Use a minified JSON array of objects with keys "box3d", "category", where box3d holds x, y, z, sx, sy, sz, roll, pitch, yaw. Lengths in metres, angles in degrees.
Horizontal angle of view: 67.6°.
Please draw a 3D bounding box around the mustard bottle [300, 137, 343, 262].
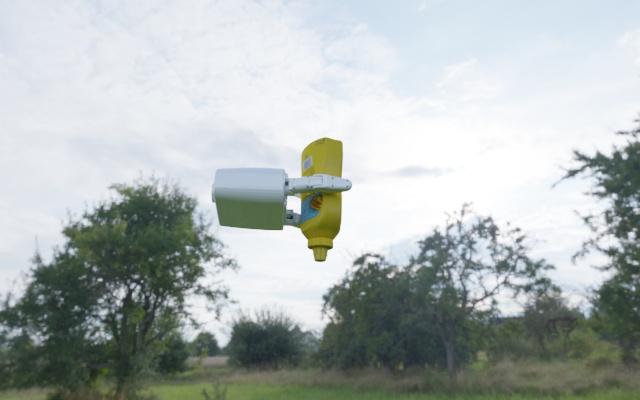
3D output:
[{"box3d":[0.000,0.002,0.761,0.058,0.191,0.096,11,-21,-26],"category":"mustard bottle"}]
